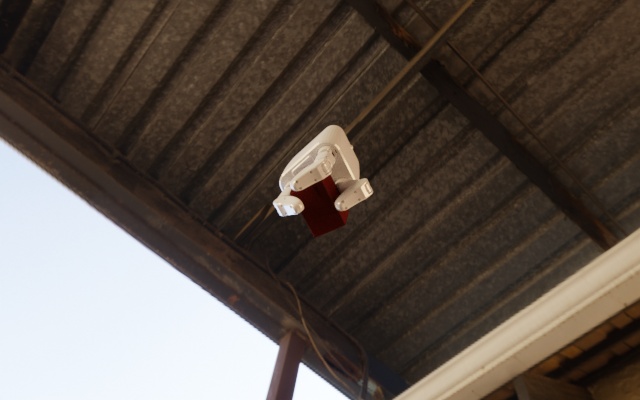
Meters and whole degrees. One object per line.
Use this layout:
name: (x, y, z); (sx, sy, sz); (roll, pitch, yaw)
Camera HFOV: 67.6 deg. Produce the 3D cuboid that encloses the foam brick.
foam brick: (0.000, 0.003, 0.684); (0.053, 0.078, 0.051); (-22, 19, 18)
